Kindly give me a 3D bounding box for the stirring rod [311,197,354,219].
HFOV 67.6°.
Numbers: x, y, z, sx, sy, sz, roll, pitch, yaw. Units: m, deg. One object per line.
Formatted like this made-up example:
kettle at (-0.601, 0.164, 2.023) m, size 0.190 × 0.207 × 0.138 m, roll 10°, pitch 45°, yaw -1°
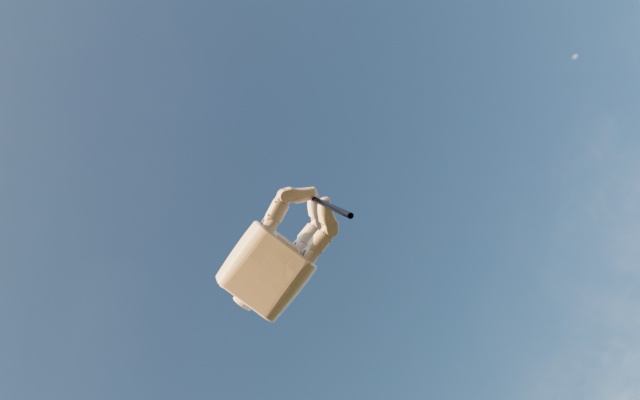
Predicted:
stirring rod at (0.000, 0.002, 0.692) m, size 0.011 × 0.011 × 0.239 m, roll 0°, pitch 8°, yaw -18°
